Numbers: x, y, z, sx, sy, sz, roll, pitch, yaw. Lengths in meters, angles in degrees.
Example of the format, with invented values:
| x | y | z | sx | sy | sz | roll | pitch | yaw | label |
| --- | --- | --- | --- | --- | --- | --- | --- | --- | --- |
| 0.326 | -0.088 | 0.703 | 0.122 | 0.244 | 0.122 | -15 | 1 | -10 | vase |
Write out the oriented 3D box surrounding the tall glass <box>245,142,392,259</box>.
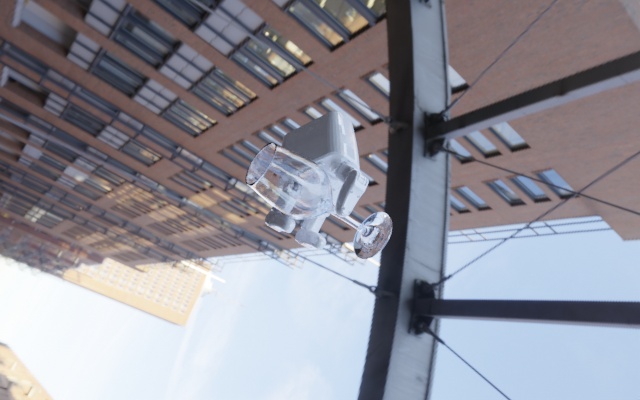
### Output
| x | y | z | sx | sy | sz | roll | pitch | yaw | label |
| --- | --- | --- | --- | --- | --- | --- | --- | --- | --- |
| 0.001 | 0.002 | 0.630 | 0.201 | 0.079 | 0.079 | 33 | -17 | -29 | tall glass |
